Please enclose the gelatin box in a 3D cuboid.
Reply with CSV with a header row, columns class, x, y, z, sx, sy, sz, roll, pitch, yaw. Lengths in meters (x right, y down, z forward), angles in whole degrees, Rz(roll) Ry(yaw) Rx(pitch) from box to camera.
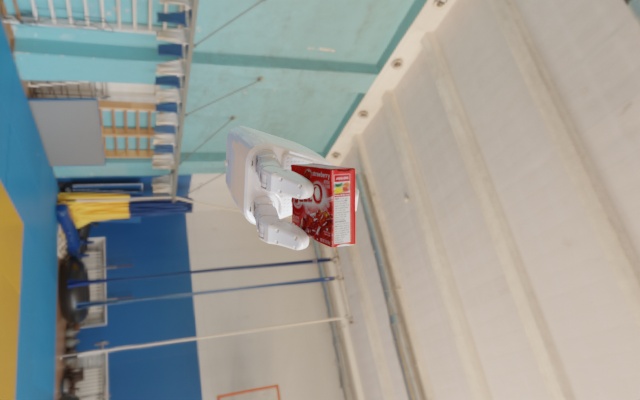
class,x,y,z,sx,sy,sz,roll,pitch,yaw
gelatin box,0.001,0.002,0.475,0.030,0.073,0.089,-5,10,-28
